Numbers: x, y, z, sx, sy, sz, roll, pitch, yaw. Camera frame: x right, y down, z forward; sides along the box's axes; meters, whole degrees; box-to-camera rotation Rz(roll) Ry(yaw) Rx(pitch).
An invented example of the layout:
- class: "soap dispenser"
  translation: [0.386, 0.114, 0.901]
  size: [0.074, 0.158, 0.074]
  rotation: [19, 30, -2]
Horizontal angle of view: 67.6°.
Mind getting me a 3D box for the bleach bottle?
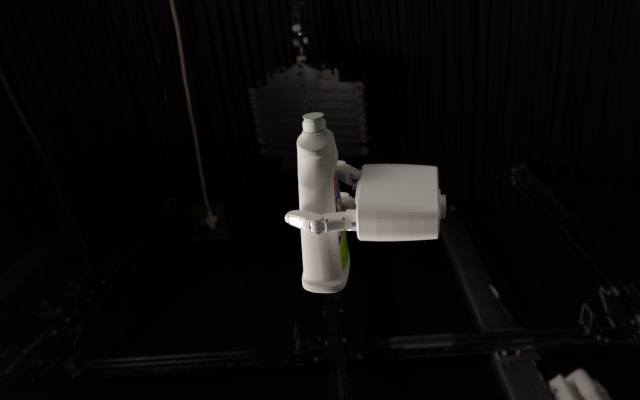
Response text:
- class: "bleach bottle"
  translation: [0.000, 0.002, 0.685]
  size: [0.068, 0.251, 0.102]
  rotation: [0, 27, 11]
